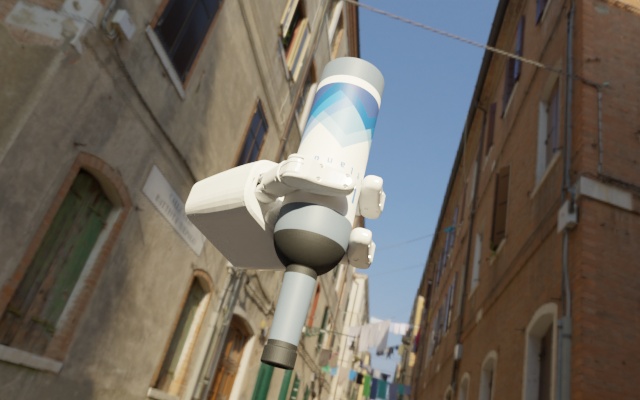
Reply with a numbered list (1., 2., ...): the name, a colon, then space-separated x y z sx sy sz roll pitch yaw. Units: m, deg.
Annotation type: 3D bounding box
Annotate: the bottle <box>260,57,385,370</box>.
1. bottle: 0.000 0.001 0.437 0.069 0.295 0.069 12 -26 6
